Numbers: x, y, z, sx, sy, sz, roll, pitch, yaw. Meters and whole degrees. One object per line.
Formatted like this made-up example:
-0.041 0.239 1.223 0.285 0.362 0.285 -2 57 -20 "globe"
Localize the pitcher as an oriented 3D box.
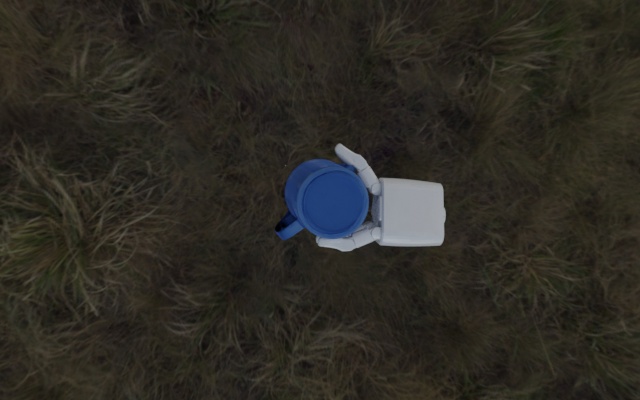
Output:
0.000 0.003 0.806 0.145 0.149 0.243 5 4 -5 "pitcher"
